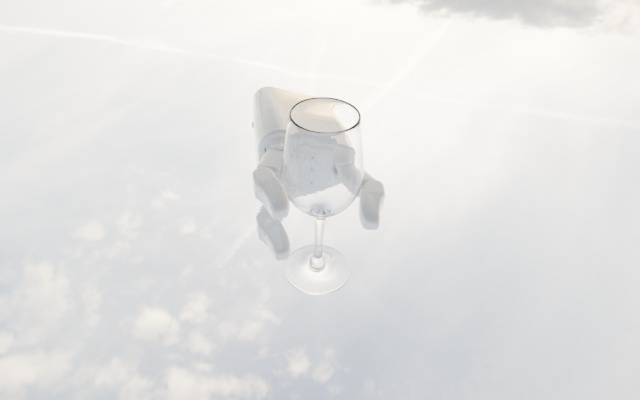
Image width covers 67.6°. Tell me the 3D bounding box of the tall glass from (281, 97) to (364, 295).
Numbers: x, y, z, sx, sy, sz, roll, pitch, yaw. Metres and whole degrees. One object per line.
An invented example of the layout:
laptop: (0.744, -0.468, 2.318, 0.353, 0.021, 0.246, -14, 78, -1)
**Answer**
tall glass: (0.000, 0.002, 0.473, 0.079, 0.201, 0.079, 2, 41, -2)
